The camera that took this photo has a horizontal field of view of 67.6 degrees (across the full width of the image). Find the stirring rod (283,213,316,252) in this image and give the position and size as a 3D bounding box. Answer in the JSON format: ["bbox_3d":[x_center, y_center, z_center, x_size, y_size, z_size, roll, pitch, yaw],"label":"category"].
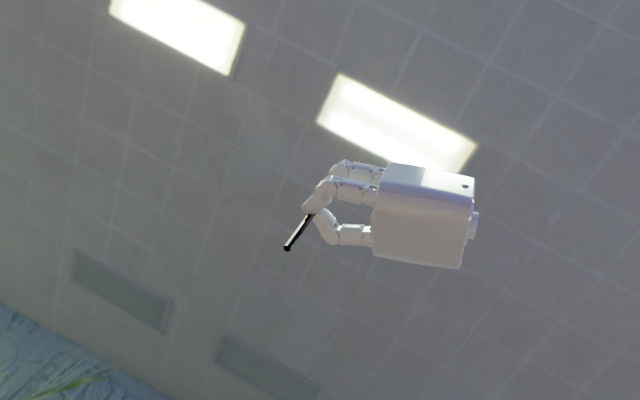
[{"bbox_3d":[0.000,0.002,0.614,0.011,0.011,0.239,0,24,19],"label":"stirring rod"}]
